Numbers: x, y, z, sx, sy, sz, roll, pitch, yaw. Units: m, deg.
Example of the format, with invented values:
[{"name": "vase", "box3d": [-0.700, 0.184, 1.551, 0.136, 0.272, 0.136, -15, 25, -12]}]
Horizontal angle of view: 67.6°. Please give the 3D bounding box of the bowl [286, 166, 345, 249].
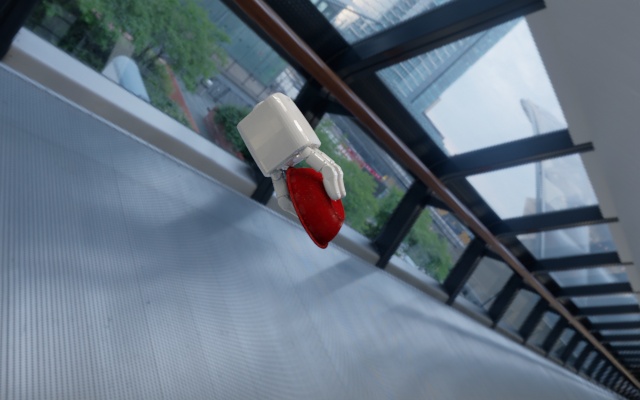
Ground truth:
[{"name": "bowl", "box3d": [0.001, 0.004, 0.853, 0.055, 0.162, 0.162, -23, -6, 13]}]
